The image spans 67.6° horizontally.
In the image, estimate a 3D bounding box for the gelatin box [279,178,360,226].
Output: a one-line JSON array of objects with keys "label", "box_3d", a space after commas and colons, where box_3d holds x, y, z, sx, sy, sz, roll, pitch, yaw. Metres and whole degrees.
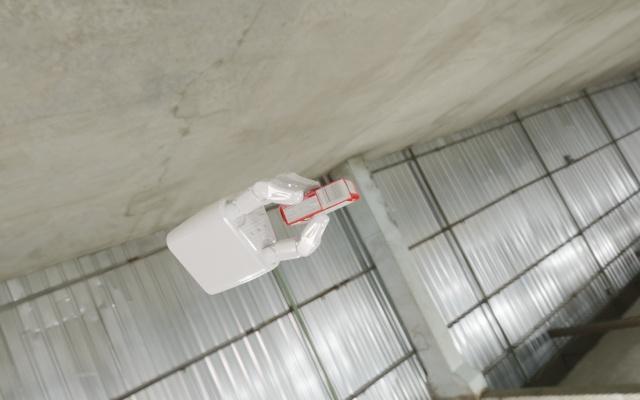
[{"label": "gelatin box", "box_3d": [0.001, 0.002, 0.601, 0.089, 0.030, 0.073, -23, -6, 12]}]
